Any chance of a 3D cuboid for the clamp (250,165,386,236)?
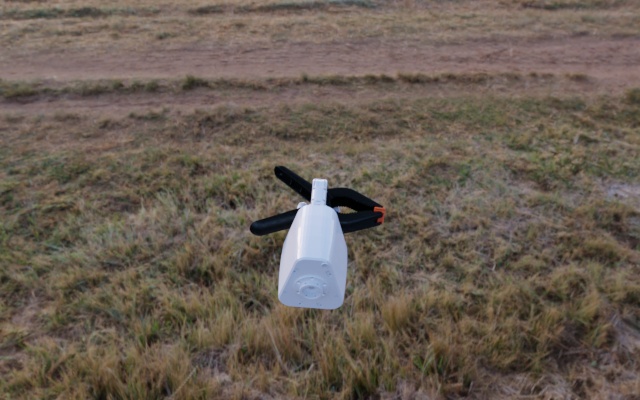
[{"bbox_3d":[0.001,0.002,0.786,0.210,0.036,0.164,4,42,1],"label":"clamp"}]
